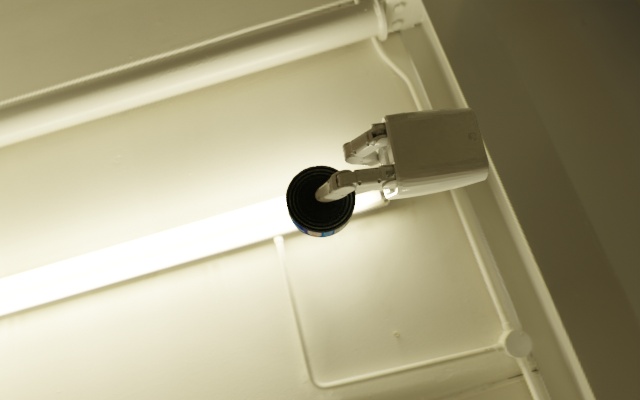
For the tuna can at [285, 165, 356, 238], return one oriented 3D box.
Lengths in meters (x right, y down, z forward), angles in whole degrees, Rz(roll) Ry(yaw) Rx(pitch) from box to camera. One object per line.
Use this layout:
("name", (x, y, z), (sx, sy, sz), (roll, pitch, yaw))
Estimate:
("tuna can", (0.000, 0.002, 0.592), (0.086, 0.086, 0.034), (0, -18, -2))
